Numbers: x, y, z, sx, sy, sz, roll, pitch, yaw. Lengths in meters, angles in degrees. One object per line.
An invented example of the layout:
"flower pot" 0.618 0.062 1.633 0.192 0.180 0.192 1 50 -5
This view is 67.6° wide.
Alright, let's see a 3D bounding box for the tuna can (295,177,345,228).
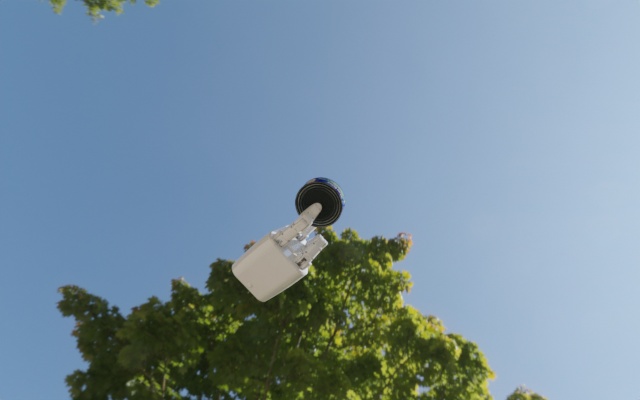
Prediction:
"tuna can" 0.000 0.003 0.850 0.086 0.086 0.033 0 20 14
